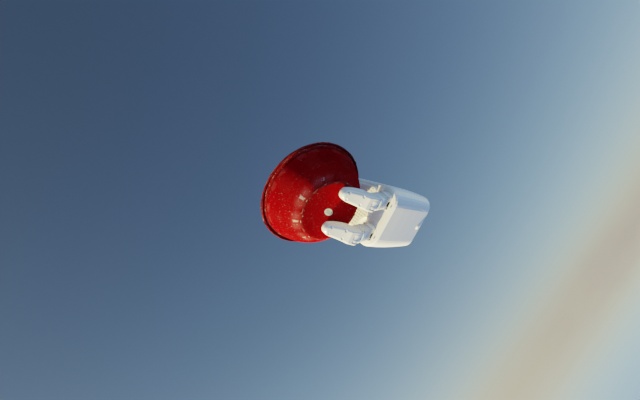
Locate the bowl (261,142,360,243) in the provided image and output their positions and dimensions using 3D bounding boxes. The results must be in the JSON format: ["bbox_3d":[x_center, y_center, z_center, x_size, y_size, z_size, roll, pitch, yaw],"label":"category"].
[{"bbox_3d":[-0.001,0.002,0.673,0.162,0.162,0.055,0,28,-34],"label":"bowl"}]
